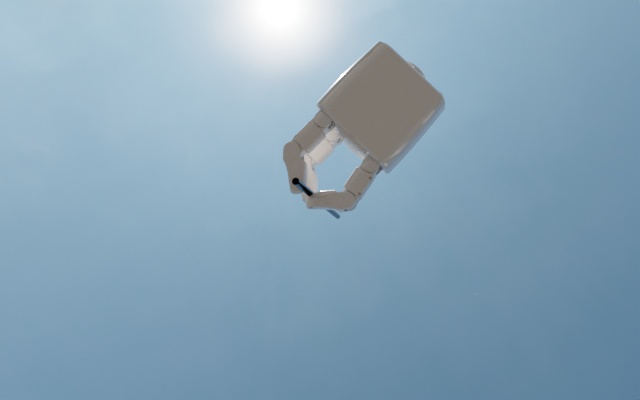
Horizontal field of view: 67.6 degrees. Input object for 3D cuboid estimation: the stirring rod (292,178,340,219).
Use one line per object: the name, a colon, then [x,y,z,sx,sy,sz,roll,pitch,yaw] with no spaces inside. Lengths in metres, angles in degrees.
stirring rod: [0.000,0.002,0.617,0.011,0.011,0.239,0,-11,13]
